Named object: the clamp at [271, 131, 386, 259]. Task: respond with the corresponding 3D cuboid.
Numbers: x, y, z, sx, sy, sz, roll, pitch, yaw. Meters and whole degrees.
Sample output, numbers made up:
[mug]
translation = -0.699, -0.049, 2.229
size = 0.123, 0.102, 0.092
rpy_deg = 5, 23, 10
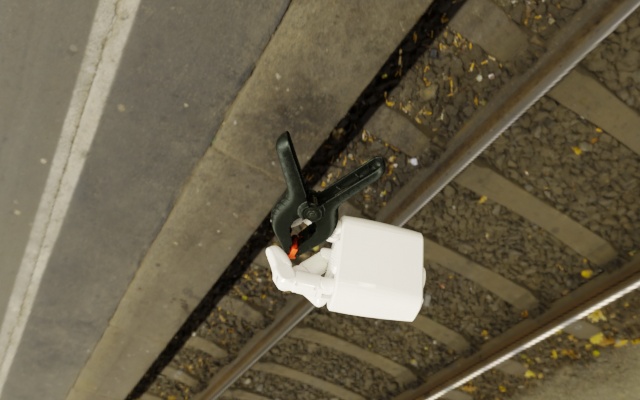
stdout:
[clamp]
translation = 0.000, 0.002, 0.546
size = 0.120, 0.172, 0.039
rpy_deg = 11, 42, -4
